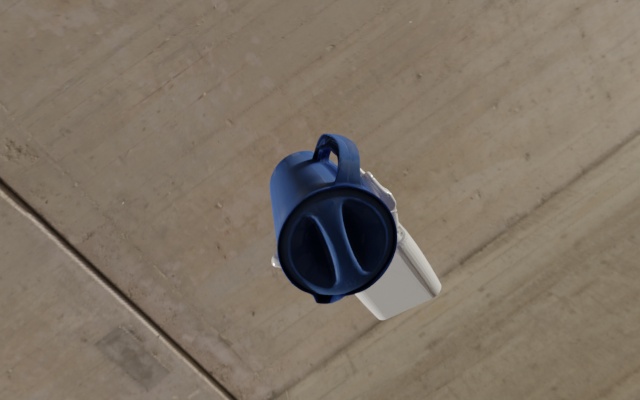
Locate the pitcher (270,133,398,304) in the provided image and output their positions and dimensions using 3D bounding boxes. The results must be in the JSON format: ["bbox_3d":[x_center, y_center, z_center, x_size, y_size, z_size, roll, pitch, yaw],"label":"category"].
[{"bbox_3d":[0.000,0.002,0.617,0.149,0.145,0.242,-39,22,3],"label":"pitcher"}]
